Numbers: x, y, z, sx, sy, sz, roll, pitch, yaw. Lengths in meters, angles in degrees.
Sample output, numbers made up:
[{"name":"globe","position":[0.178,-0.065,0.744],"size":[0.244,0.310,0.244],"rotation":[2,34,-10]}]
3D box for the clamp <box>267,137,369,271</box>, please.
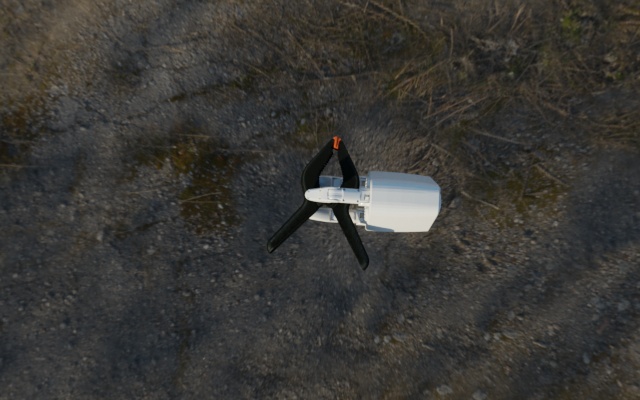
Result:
[{"name":"clamp","position":[0.000,0.002,0.765],"size":[0.164,0.210,0.036],"rotation":[3,-4,2]}]
